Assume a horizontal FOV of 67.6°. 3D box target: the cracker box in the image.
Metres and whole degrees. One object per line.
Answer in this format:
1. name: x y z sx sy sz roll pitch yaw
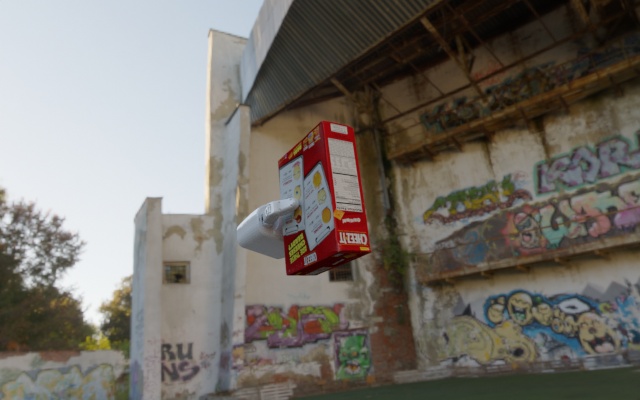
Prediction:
1. cracker box: 0.000 0.002 0.787 0.072 0.213 0.164 5 -22 -31
